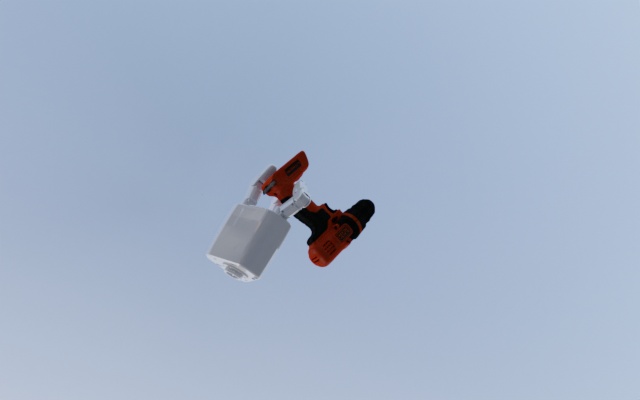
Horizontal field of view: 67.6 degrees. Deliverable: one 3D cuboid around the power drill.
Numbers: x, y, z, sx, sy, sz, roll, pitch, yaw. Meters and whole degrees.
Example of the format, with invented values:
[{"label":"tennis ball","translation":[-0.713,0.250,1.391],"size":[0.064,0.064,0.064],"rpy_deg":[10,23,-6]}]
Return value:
[{"label":"power drill","translation":[0.000,0.003,0.866],"size":[0.184,0.187,0.057],"rpy_deg":[-43,1,-41]}]
